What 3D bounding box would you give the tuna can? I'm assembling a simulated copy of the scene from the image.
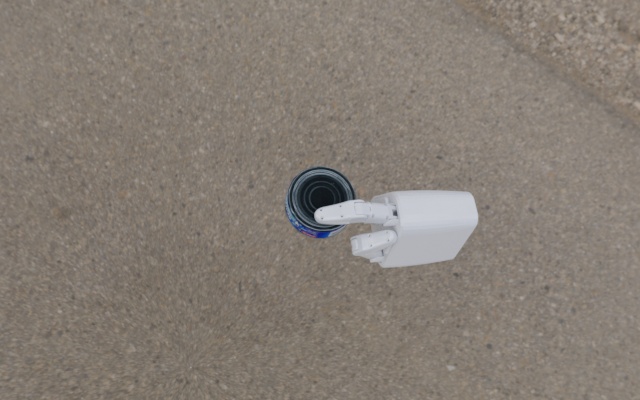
[{"bbox_3d":[0.000,0.002,0.586,0.086,0.086,0.034,0,-18,-9],"label":"tuna can"}]
